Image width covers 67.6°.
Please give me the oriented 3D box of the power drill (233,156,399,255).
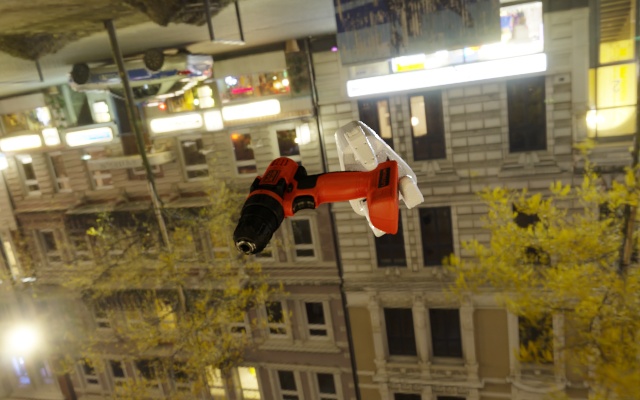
[{"bbox_3d":[0.001,0.002,0.583,0.187,0.057,0.184,1,35,12],"label":"power drill"}]
